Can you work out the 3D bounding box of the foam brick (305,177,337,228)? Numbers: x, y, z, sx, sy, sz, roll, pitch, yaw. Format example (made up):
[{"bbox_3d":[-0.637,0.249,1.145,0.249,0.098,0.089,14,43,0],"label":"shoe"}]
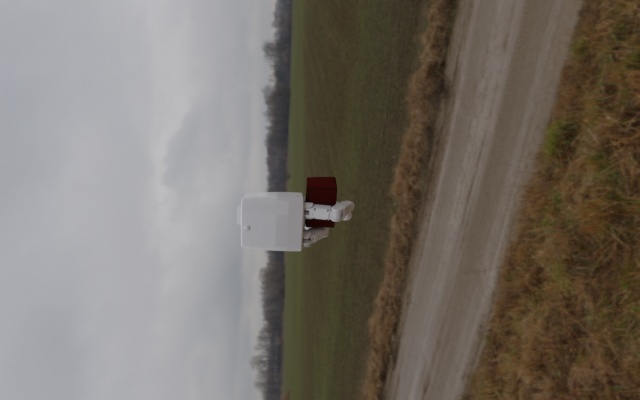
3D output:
[{"bbox_3d":[0.000,0.002,0.842,0.051,0.078,0.053,2,24,-4],"label":"foam brick"}]
